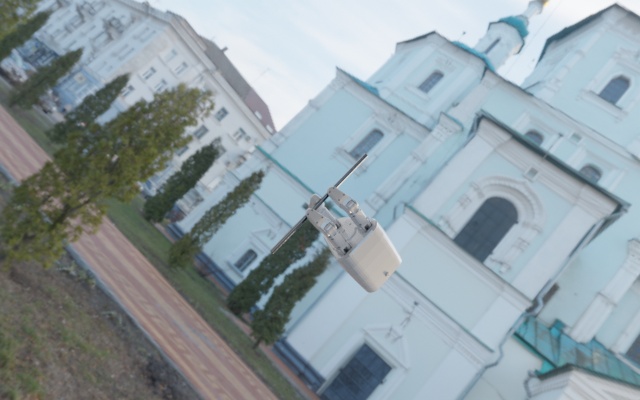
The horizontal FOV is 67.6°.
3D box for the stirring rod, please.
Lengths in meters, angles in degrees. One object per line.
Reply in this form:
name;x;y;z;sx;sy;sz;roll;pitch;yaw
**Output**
stirring rod;0.000;0.003;0.827;0.239;0.011;0.011;-46;12;-12
